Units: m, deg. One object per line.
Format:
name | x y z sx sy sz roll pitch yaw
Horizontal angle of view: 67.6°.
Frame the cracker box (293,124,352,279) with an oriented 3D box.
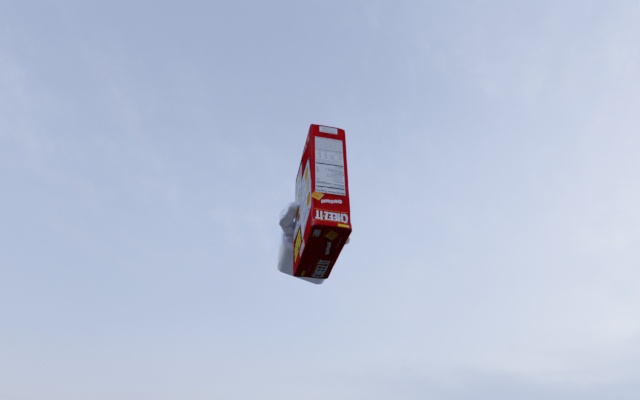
cracker box | 0.000 0.003 0.823 0.072 0.213 0.164 6 -37 -10
